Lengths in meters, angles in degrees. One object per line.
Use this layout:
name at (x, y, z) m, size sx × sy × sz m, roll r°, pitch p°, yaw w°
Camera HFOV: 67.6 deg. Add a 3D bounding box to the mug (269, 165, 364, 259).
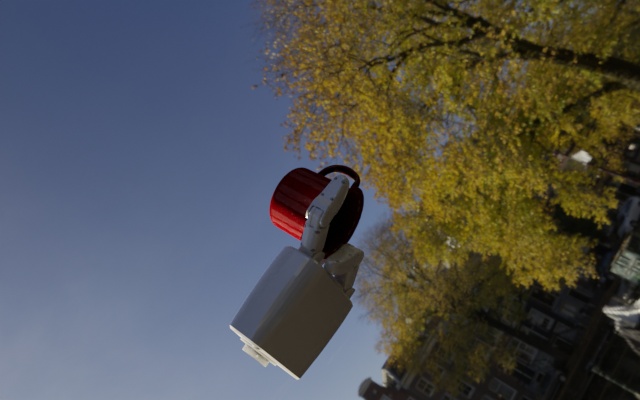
mug at (0.001, 0.001, 0.577) m, size 0.081 × 0.117 × 0.093 m, roll 27°, pitch -21°, yaw 27°
